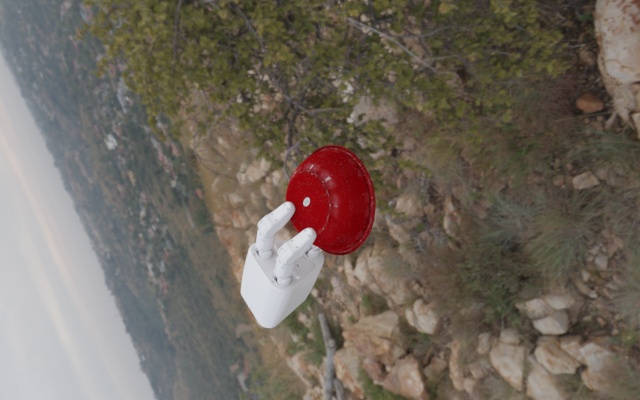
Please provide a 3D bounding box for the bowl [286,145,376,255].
[{"bbox_3d":[0.000,0.001,0.678,0.055,0.162,0.162,-7,5,-43],"label":"bowl"}]
